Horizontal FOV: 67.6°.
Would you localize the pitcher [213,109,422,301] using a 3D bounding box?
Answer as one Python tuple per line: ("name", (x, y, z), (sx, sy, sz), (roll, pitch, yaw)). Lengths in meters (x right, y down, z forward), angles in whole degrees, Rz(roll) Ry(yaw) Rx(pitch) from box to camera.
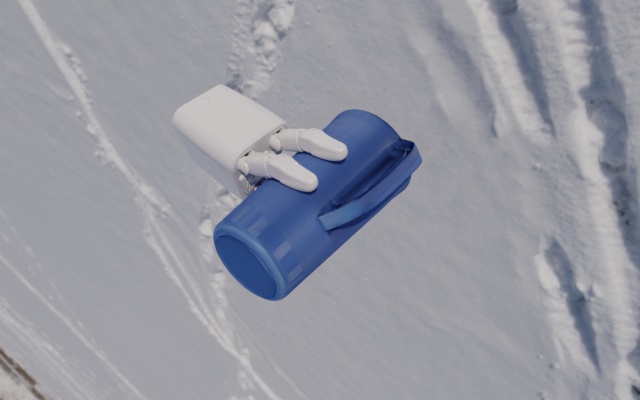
("pitcher", (0.000, 0.002, 0.565), (0.145, 0.149, 0.242), (36, 55, 17))
